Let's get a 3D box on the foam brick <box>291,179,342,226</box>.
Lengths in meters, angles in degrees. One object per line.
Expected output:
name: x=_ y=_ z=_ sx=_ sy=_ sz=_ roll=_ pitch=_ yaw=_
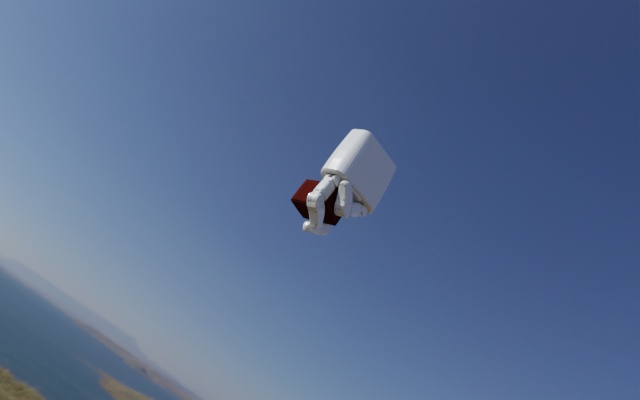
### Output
foam brick: x=0.000 y=0.003 z=0.827 sx=0.078 sy=0.051 sz=0.053 roll=12 pitch=-33 yaw=37
